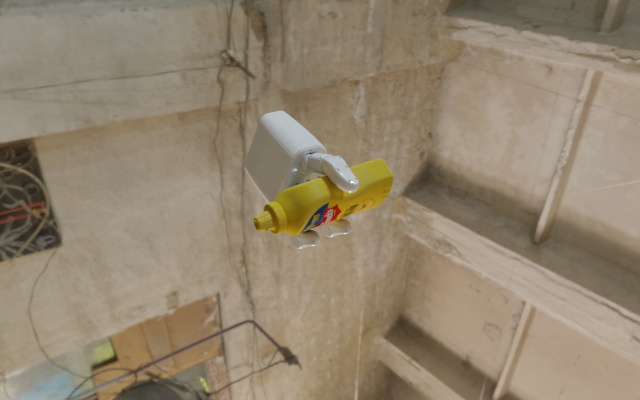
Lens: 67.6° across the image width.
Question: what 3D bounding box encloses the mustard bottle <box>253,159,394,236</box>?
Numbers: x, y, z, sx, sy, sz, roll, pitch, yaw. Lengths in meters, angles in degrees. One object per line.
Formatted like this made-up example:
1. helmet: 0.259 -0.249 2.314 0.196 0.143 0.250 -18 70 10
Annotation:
1. mustard bottle: 0.000 0.002 0.632 0.191 0.058 0.096 -18 -18 -29
